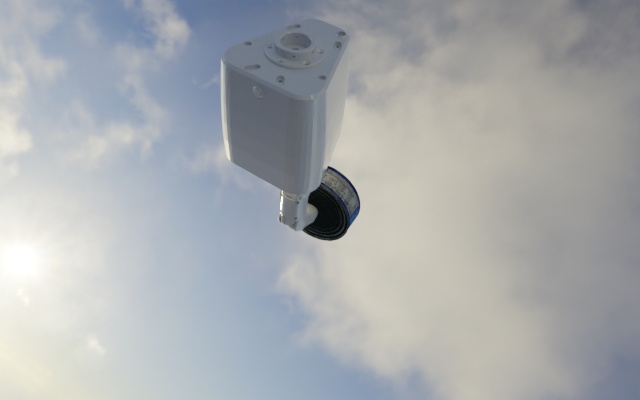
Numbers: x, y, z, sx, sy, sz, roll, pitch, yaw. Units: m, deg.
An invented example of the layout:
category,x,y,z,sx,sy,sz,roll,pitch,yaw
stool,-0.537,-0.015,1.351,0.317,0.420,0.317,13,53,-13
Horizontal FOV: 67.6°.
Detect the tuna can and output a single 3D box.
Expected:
category,x,y,z,sx,sy,sz,roll,pitch,yaw
tuna can,0.000,0.001,0.527,0.086,0.086,0.033,0,37,38
